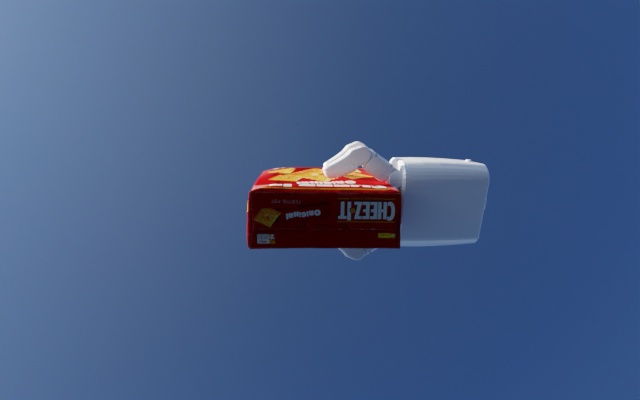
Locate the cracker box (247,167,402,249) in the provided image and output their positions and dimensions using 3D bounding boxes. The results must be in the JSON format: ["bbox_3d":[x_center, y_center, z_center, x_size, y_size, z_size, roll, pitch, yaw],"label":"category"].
[{"bbox_3d":[0.000,0.002,0.602,0.164,0.072,0.213,0,9,-3],"label":"cracker box"}]
